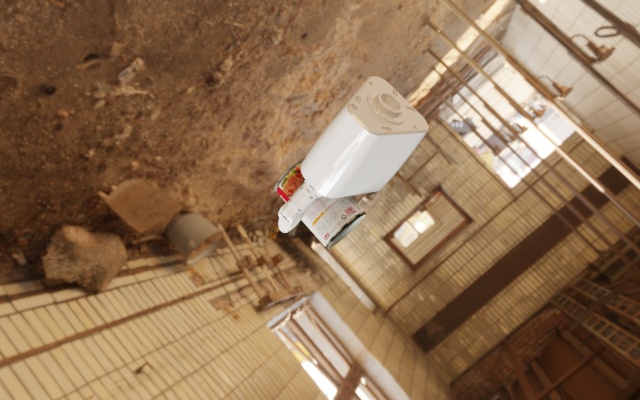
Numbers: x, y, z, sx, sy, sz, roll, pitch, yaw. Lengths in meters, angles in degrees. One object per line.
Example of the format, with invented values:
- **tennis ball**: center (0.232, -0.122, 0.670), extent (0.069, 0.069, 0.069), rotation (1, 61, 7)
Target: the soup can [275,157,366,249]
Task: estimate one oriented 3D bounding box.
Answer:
- **soup can**: center (0.000, 0.003, 0.607), extent (0.068, 0.102, 0.068), rotation (-41, -11, -10)
